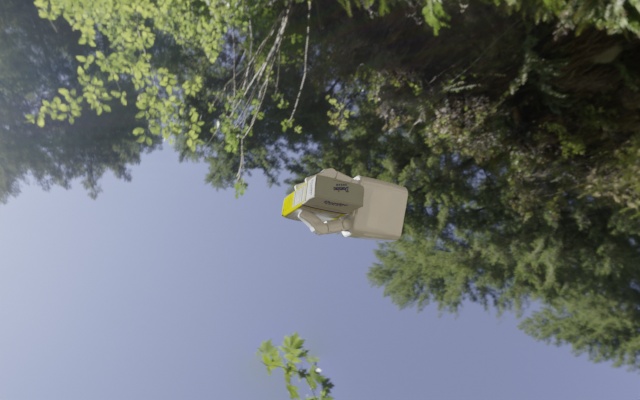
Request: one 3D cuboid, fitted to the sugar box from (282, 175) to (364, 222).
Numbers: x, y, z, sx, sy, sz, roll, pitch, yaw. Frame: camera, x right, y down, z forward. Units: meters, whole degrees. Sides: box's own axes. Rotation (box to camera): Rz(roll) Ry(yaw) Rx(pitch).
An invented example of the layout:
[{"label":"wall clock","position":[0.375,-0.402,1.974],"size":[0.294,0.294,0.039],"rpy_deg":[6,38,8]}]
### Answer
[{"label":"sugar box","position":[0.000,0.002,0.877],"size":[0.093,0.048,0.176],"rpy_deg":[12,-20,-21]}]
